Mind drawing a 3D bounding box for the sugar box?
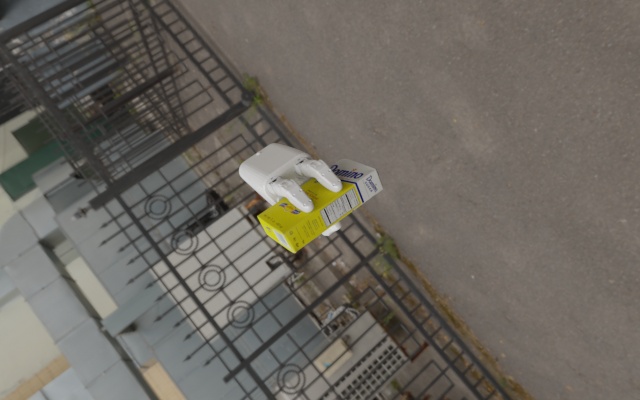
[{"bbox_3d":[0.000,0.002,0.732,0.176,0.048,0.093,-38,32,-18],"label":"sugar box"}]
